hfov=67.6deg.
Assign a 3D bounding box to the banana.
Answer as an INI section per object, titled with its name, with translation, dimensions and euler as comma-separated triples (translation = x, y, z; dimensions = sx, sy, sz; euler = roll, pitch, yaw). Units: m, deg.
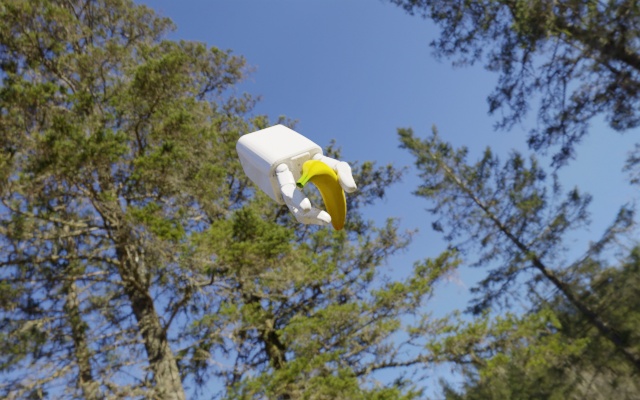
[banana]
translation = 0.007, -0.015, 0.781
dimensions = 0.037, 0.069, 0.198
euler = 19, -15, 29
